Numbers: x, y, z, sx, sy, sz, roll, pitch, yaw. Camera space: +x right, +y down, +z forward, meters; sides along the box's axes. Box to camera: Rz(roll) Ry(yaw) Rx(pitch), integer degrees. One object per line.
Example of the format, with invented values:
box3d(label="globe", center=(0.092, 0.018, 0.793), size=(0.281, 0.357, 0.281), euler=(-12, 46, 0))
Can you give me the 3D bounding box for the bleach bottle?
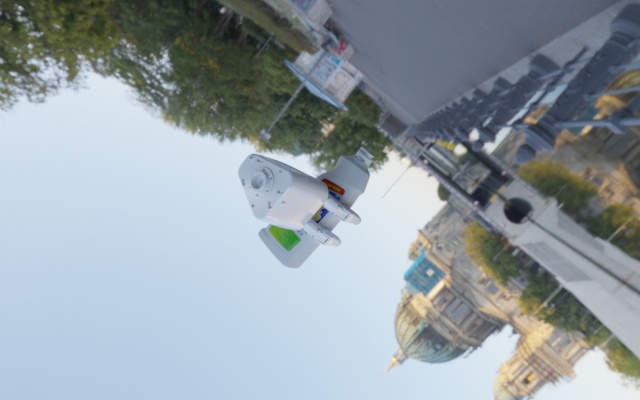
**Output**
box3d(label="bleach bottle", center=(0.000, 0.003, 0.867), size=(0.102, 0.251, 0.068), euler=(47, 14, 27))
